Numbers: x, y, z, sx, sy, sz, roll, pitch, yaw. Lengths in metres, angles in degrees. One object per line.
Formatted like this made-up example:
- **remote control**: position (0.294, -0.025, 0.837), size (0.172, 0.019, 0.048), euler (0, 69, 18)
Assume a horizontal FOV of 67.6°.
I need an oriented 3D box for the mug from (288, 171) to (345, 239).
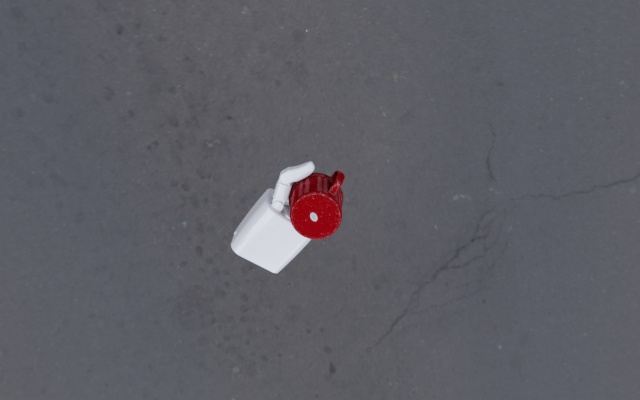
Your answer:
- **mug**: position (0.001, 0.002, 0.766), size (0.093, 0.117, 0.081), euler (37, 16, -13)
